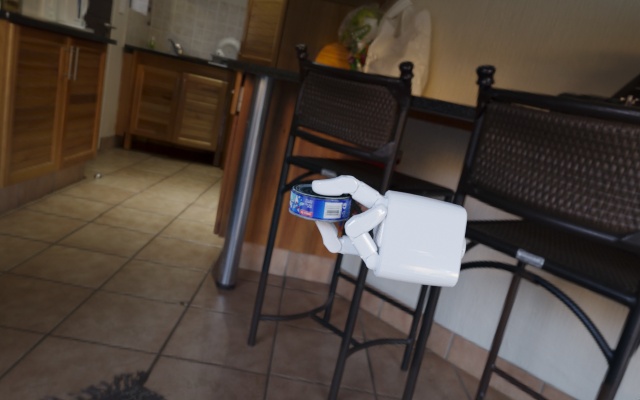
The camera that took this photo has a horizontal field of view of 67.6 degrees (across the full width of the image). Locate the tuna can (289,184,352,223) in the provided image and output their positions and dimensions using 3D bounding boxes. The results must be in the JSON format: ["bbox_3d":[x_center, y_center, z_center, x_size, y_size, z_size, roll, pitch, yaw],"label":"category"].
[{"bbox_3d":[0.000,0.002,0.666,0.086,0.034,0.086,7,13,-2],"label":"tuna can"}]
